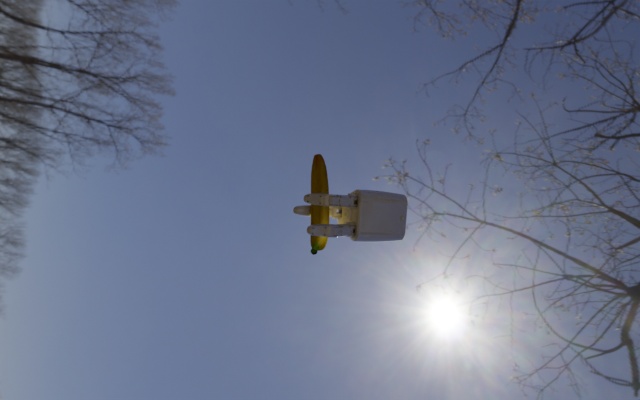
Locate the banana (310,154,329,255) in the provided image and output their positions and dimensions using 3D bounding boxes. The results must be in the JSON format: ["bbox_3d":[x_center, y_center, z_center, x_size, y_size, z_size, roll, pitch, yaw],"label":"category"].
[{"bbox_3d":[-0.001,0.012,0.916,0.037,0.197,0.070,1,-18,-2],"label":"banana"}]
